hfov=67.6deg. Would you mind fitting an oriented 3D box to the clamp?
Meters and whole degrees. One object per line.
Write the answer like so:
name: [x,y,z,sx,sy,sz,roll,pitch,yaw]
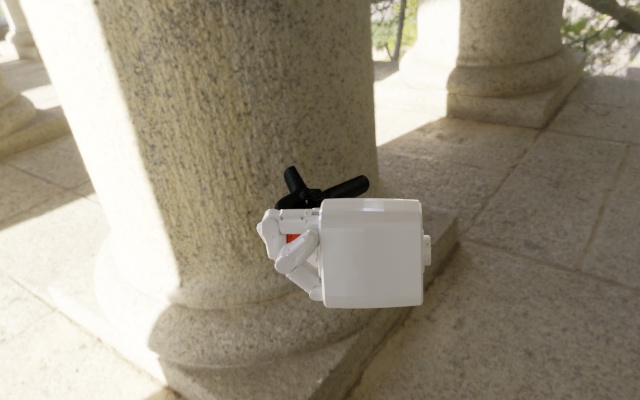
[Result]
clamp: [0.000,0.002,0.606,0.120,0.039,0.171,-1,31,8]
